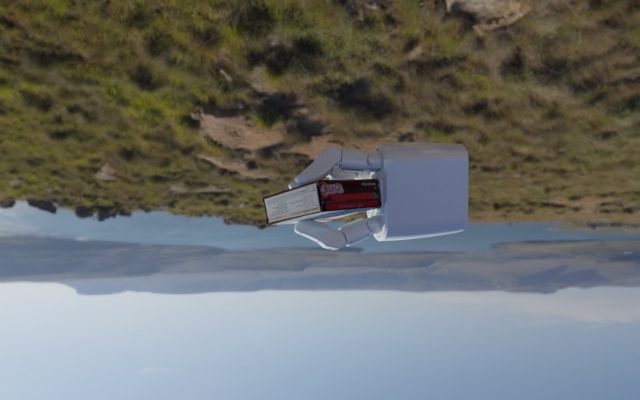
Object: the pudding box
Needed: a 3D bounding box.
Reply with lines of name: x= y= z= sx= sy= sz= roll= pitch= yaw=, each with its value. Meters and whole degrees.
pudding box: x=0.000 y=0.002 z=0.555 sx=0.090 sy=0.039 sz=0.113 roll=-2 pitch=-10 yaw=-39
